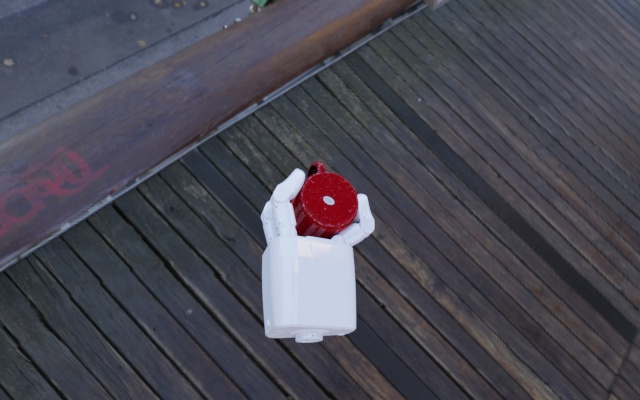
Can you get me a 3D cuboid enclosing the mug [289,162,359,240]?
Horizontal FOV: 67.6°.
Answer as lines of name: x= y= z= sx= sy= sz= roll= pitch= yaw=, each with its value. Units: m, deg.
mug: x=0.000 y=0.001 z=0.651 sx=0.093 sy=0.117 sz=0.081 roll=3 pitch=-24 yaw=-18
